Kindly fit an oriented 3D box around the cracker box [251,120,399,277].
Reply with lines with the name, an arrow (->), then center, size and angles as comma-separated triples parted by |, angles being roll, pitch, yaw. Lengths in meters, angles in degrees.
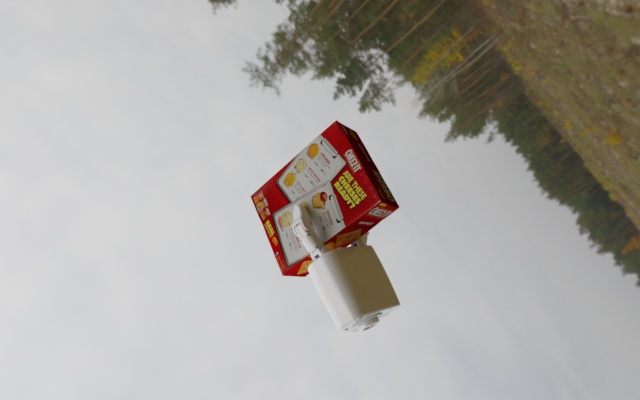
cracker box -> 0.000, 0.003, 0.787 | 0.214, 0.164, 0.072 | -39, -29, 24
